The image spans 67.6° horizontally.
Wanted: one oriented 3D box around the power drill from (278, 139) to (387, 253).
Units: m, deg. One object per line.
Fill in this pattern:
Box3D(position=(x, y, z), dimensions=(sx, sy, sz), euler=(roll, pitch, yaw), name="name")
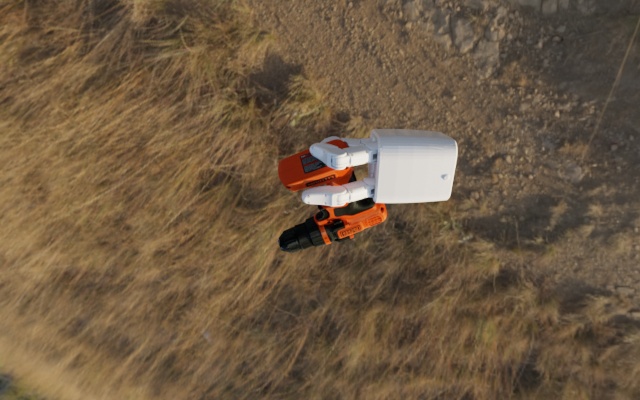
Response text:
Box3D(position=(0.000, 0.002, 0.727), dimensions=(0.184, 0.057, 0.188), euler=(-22, -37, 3), name="power drill")
